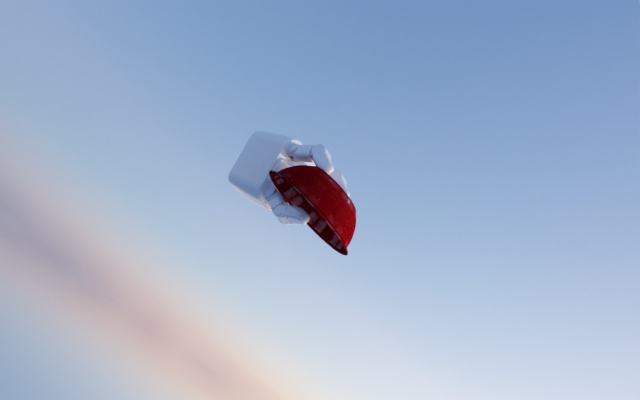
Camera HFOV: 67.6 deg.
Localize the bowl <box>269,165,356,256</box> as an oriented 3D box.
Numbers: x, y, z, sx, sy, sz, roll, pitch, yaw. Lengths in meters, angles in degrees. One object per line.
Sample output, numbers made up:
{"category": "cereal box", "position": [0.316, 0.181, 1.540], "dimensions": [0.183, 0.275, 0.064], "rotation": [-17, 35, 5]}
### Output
{"category": "bowl", "position": [0.001, 0.003, 0.682], "dimensions": [0.055, 0.162, 0.162], "rotation": [-42, 9, -10]}
